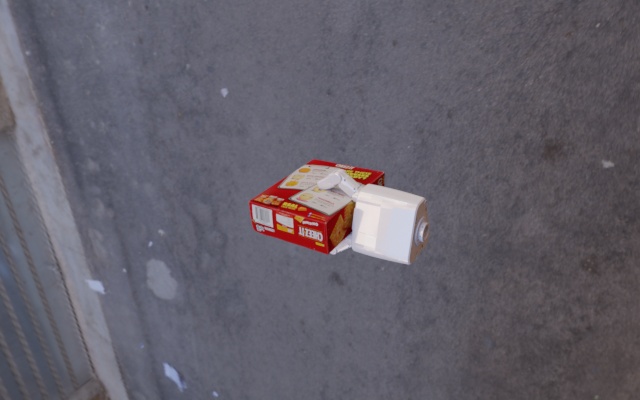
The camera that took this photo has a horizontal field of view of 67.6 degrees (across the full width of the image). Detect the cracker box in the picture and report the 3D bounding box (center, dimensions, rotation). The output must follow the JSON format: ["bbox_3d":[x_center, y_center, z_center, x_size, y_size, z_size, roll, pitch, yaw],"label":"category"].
[{"bbox_3d":[0.000,0.003,0.882,0.164,0.072,0.213,14,32,30],"label":"cracker box"}]
